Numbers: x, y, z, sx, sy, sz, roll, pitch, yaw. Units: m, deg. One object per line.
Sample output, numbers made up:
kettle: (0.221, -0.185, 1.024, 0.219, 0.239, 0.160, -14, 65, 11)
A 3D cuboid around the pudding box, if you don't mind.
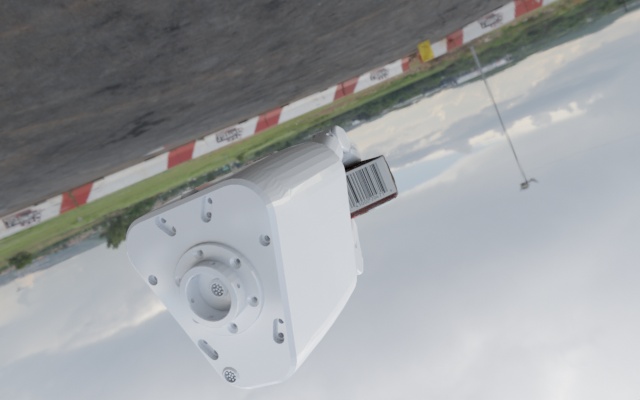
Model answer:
pudding box: (0.000, 0.001, 0.406, 0.113, 0.039, 0.090, -22, 5, -5)
